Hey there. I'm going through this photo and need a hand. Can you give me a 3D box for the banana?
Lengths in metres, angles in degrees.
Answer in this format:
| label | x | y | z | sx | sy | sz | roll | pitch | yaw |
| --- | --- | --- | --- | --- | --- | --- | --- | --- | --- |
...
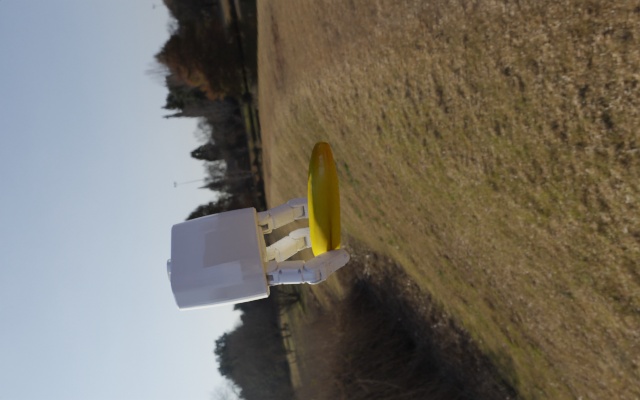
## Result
| label | x | y | z | sx | sy | sz | roll | pitch | yaw |
| --- | --- | --- | --- | --- | --- | --- | --- | --- | --- |
| banana | 0.003 | 0.019 | 0.567 | 0.037 | 0.069 | 0.198 | -8 | -35 | -4 |
